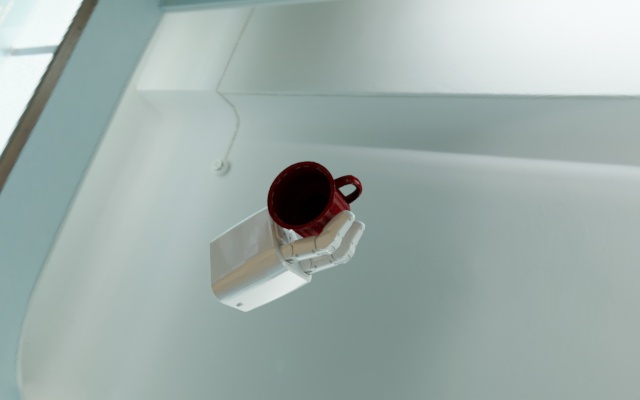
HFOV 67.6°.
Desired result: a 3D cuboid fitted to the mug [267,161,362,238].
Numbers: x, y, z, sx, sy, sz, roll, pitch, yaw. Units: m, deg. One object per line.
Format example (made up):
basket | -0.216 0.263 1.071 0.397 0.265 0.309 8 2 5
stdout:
mug | 0.001 0.001 0.623 0.117 0.093 0.081 -28 -31 11
